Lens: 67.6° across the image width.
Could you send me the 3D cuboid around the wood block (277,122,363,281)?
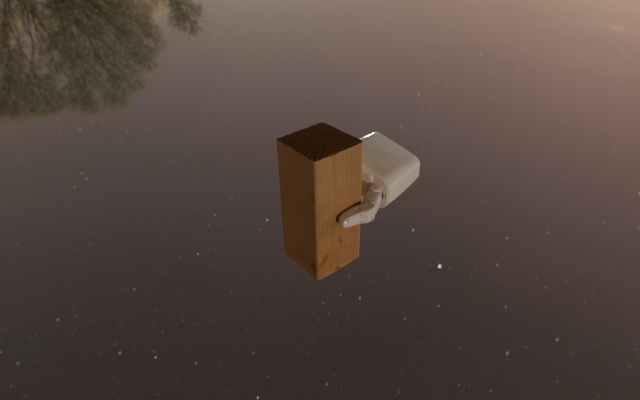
[{"bbox_3d":[0.001,0.002,0.715,0.090,0.206,0.090,-25,40,-32],"label":"wood block"}]
